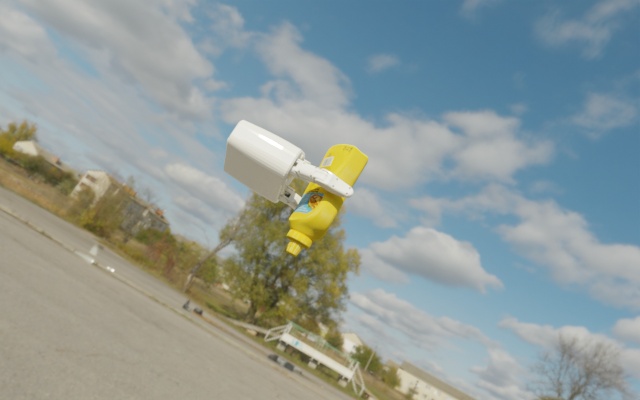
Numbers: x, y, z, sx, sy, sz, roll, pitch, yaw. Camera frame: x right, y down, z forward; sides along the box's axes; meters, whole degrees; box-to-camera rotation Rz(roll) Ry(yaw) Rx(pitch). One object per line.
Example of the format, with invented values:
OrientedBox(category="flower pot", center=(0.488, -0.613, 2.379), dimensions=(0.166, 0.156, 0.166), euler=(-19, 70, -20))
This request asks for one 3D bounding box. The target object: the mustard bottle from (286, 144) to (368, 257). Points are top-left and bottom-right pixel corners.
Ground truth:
OrientedBox(category="mustard bottle", center=(0.001, 0.002, 0.762), dimensions=(0.058, 0.191, 0.096), euler=(37, -16, -23))
